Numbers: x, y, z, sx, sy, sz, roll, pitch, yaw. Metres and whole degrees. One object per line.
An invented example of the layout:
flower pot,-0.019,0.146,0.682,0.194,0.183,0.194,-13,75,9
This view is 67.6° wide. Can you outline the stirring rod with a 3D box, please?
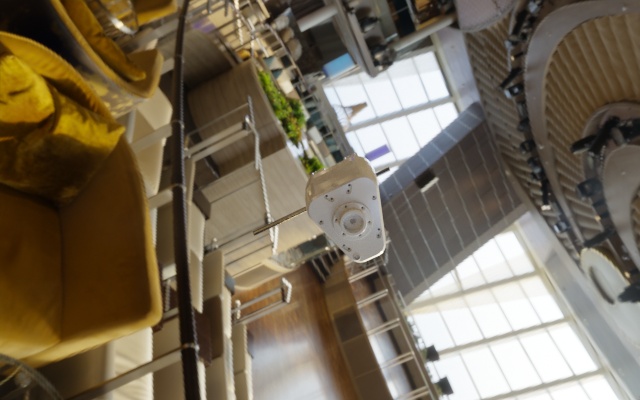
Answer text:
stirring rod,0.000,0.003,0.757,0.239,0.011,0.011,-25,-3,7
